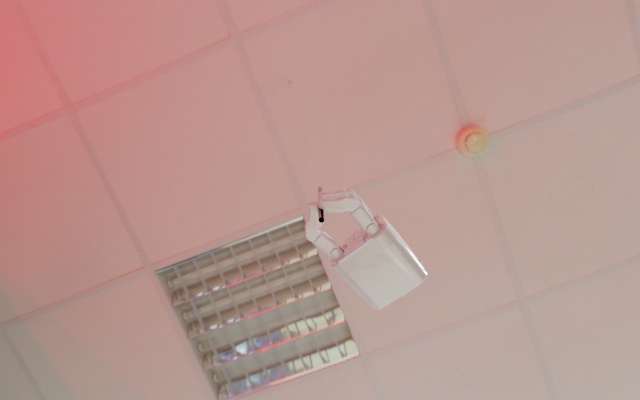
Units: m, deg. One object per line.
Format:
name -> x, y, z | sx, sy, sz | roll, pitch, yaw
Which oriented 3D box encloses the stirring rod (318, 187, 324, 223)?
stirring rod -> 0.000, 0.003, 0.767 | 0.011, 0.011, 0.239 | 0, 12, -1
